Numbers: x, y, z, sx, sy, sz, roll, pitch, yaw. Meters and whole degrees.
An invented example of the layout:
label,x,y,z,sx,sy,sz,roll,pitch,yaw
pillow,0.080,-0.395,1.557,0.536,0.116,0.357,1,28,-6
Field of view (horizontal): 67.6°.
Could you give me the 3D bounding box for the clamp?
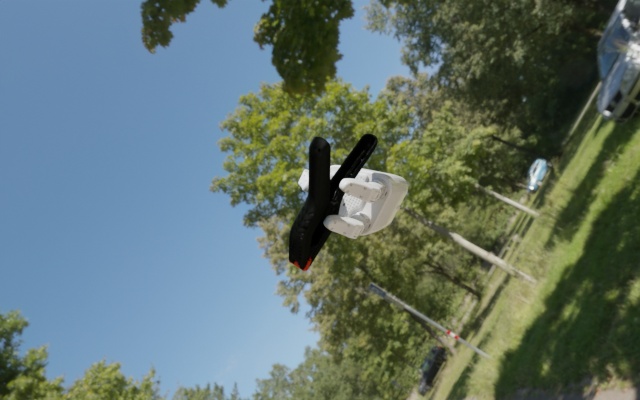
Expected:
label,x,y,z,sx,sy,sz,roll,pitch,yaw
clamp,-0.001,0.002,0.636,0.036,0.210,0.164,30,15,23
